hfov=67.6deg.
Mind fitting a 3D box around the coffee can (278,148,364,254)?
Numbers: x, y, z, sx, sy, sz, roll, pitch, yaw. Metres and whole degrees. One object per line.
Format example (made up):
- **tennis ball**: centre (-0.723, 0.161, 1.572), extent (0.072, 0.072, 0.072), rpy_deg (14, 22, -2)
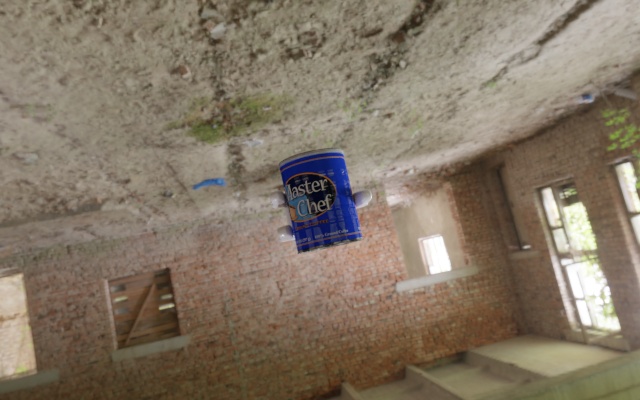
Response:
- **coffee can**: centre (0.000, 0.002, 0.727), extent (0.103, 0.140, 0.103), rpy_deg (-12, -7, -2)
